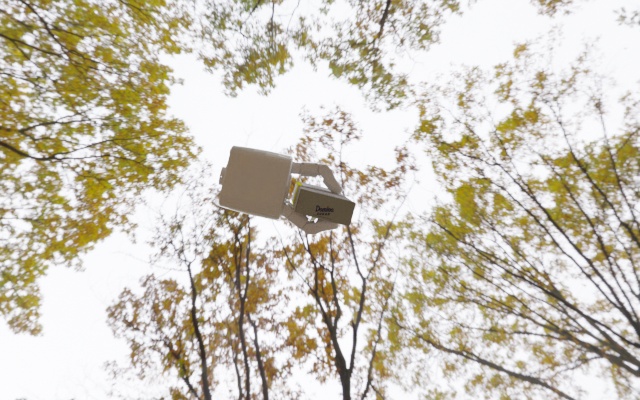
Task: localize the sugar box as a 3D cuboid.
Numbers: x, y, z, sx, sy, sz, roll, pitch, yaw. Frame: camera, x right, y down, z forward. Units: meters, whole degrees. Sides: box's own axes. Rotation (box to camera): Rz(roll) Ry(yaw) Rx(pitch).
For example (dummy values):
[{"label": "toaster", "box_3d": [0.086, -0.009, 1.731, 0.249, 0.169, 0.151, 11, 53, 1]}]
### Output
[{"label": "sugar box", "box_3d": [0.000, 0.003, 0.829, 0.093, 0.048, 0.176, 14, 7, -6]}]
